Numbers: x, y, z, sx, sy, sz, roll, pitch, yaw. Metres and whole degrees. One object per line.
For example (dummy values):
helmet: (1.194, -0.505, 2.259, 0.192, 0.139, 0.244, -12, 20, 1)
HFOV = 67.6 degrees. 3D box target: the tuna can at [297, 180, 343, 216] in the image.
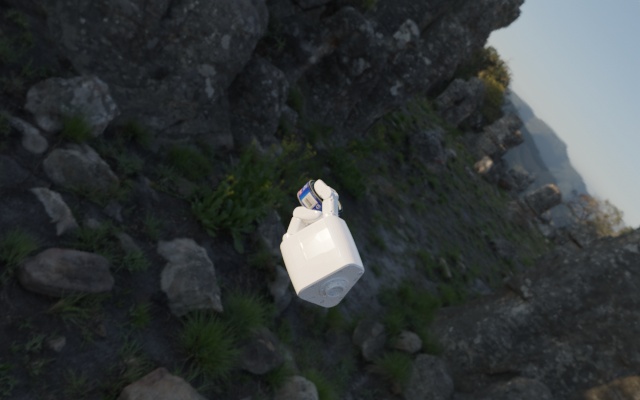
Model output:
tuna can: (0.000, 0.002, 0.887, 0.034, 0.086, 0.086, -46, -19, 19)
